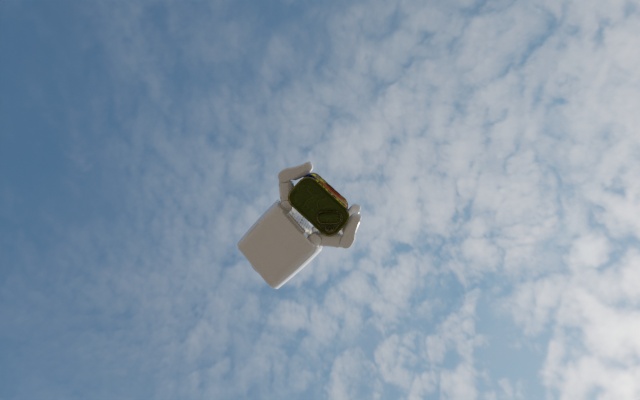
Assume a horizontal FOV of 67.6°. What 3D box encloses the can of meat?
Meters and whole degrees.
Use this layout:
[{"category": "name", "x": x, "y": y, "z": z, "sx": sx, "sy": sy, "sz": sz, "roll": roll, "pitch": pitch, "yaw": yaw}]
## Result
[{"category": "can of meat", "x": 0.000, "y": 0.002, "z": 0.793, "sx": 0.102, "sy": 0.057, "sz": 0.084, "roll": 42, "pitch": 11, "yaw": -4}]
